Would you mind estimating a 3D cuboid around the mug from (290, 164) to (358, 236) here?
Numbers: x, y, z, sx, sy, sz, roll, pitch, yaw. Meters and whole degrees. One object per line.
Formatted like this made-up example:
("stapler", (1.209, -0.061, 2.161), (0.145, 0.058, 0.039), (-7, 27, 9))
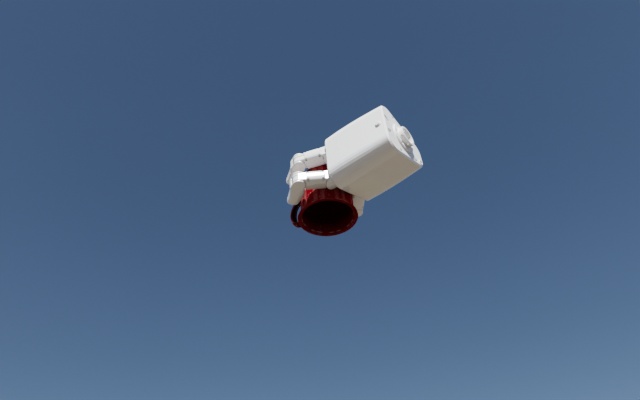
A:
("mug", (-0.001, 0.003, 0.763), (0.117, 0.081, 0.093), (-30, -47, 27))
